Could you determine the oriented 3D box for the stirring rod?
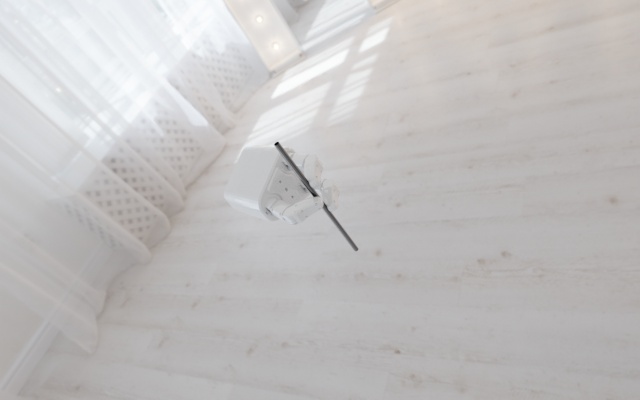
[{"bbox_3d":[0.000,0.002,0.697,0.011,0.011,0.240,0,-40,38],"label":"stirring rod"}]
